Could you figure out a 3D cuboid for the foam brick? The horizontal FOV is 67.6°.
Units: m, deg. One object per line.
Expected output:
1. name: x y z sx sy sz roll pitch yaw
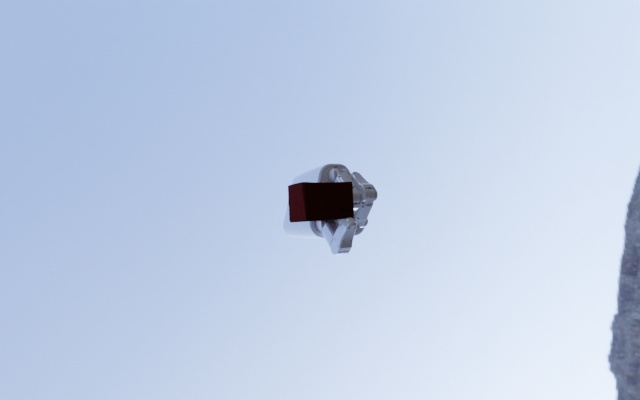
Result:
1. foam brick: 0.000 0.002 0.654 0.078 0.053 0.051 -1 -3 -30
